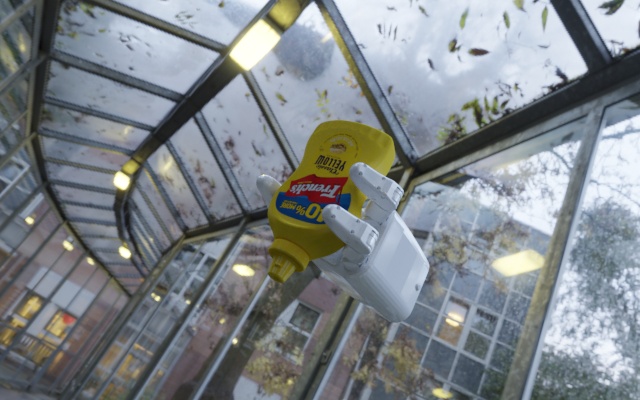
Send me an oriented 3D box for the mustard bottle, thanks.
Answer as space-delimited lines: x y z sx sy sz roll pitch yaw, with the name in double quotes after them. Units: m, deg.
0.000 0.001 0.500 0.096 0.191 0.058 17 -29 24 "mustard bottle"
